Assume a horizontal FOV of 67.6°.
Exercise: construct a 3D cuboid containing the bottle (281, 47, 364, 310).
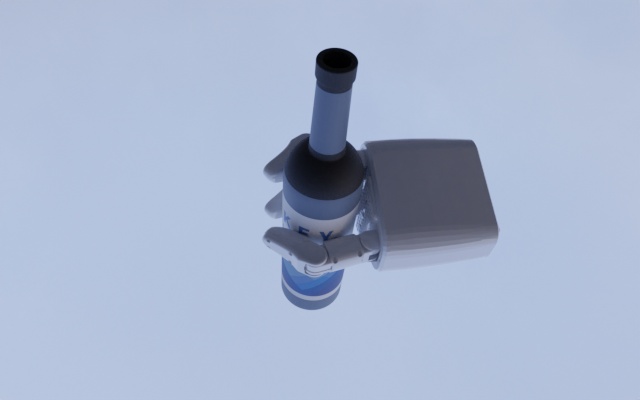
[{"bbox_3d":[0.000,0.002,0.418,0.069,0.069,0.296,0,-38,-5],"label":"bottle"}]
